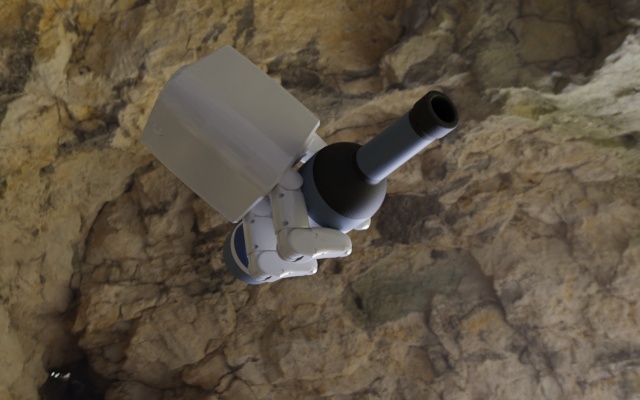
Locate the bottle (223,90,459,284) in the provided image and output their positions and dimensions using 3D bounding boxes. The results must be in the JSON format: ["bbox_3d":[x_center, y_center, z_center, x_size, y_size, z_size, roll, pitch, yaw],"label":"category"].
[{"bbox_3d":[0.000,0.001,0.403,0.069,0.069,0.296,0,-23,-33],"label":"bottle"}]
